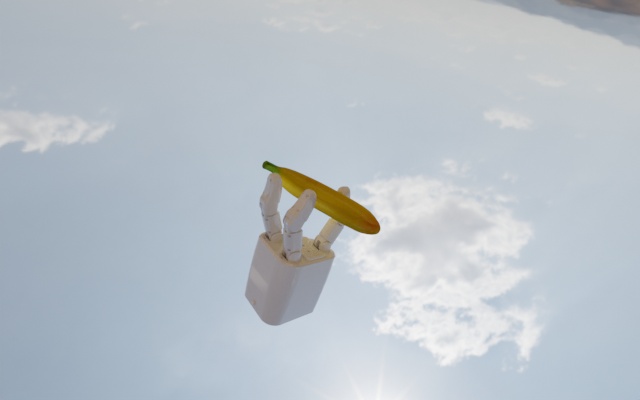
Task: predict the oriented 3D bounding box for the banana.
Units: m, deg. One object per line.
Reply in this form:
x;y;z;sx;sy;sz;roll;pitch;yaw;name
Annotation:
0.006;0.001;0.665;0.197;0.037;0.069;28;12;25;banana
